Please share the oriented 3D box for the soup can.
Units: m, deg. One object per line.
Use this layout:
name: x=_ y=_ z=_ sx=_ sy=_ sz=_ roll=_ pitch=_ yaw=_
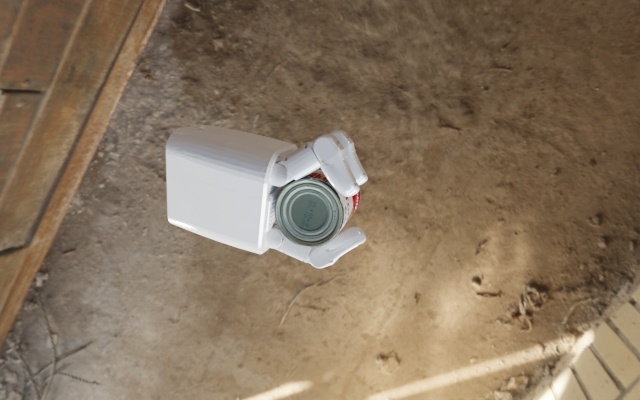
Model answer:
soup can: x=0.000 y=0.002 z=0.483 sx=0.068 sy=0.068 sz=0.102 roll=0 pitch=12 yaw=13
